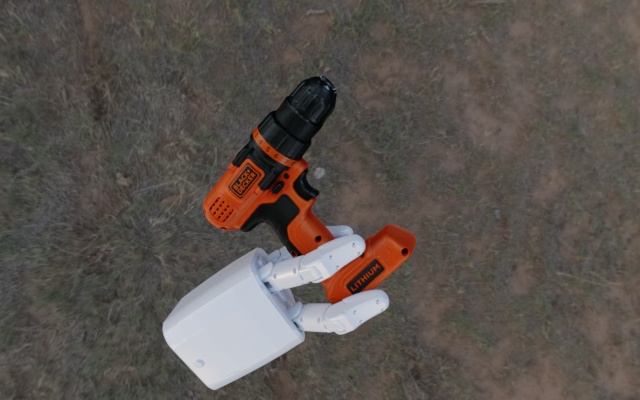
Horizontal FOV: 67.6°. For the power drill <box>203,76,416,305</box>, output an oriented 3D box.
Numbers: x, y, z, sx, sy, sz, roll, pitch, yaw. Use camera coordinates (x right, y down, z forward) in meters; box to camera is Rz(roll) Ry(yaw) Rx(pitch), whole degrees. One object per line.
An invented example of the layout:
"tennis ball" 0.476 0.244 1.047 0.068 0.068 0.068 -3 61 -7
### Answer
"power drill" 0.000 0.002 0.464 0.184 0.187 0.057 -47 0 23
